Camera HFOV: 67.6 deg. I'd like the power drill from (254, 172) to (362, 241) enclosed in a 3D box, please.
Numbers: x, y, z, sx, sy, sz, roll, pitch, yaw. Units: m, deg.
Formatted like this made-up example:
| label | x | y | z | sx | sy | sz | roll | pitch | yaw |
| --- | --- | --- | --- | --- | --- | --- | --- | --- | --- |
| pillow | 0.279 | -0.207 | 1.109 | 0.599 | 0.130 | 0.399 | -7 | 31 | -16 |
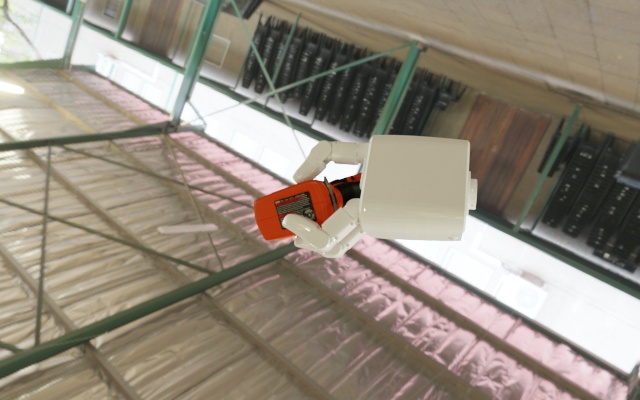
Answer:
| label | x | y | z | sx | sy | sz | roll | pitch | yaw |
| --- | --- | --- | --- | --- | --- | --- | --- | --- | --- |
| power drill | 0.000 | 0.002 | 0.623 | 0.184 | 0.057 | 0.187 | -19 | 0 | 33 |
